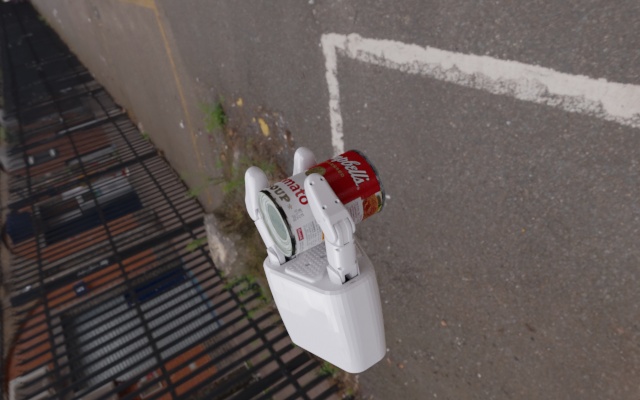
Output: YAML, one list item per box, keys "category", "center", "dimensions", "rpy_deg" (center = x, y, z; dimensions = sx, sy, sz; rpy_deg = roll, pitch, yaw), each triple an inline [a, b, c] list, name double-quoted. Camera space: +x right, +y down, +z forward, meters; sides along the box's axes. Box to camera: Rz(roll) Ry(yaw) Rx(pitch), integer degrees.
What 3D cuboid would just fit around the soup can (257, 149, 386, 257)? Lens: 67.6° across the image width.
- category: "soup can"
  center: [0.000, 0.001, 0.448]
  dimensions: [0.102, 0.068, 0.068]
  rpy_deg: [-26, 10, -22]
